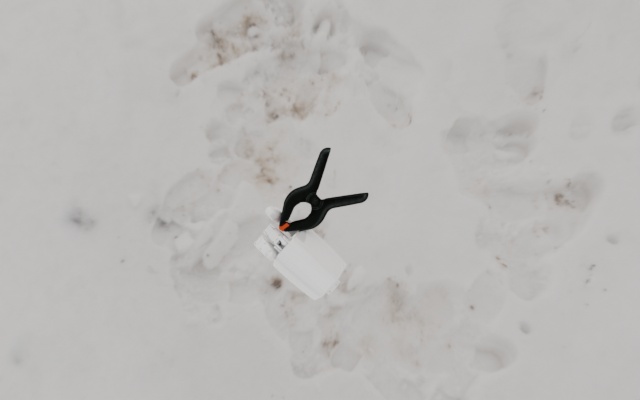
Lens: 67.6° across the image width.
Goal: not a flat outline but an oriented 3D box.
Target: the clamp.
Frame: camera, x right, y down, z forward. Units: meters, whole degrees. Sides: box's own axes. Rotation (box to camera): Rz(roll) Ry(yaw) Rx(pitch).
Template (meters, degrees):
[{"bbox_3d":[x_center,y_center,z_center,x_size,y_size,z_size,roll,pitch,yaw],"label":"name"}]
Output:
[{"bbox_3d":[0.000,0.003,0.866,0.120,0.171,0.039,41,4,1],"label":"clamp"}]
